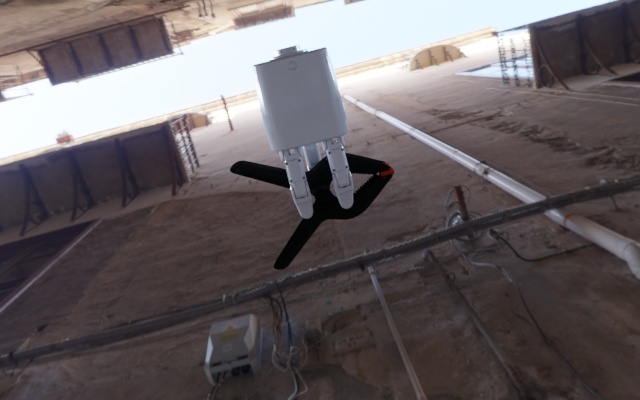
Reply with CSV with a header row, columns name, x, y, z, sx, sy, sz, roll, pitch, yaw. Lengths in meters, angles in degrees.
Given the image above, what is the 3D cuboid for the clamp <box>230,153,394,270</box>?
name,x,y,z,sx,sy,sz,roll,pitch,yaw
clamp,0.001,0.002,0.652,0.210,0.165,0.036,-14,20,0
